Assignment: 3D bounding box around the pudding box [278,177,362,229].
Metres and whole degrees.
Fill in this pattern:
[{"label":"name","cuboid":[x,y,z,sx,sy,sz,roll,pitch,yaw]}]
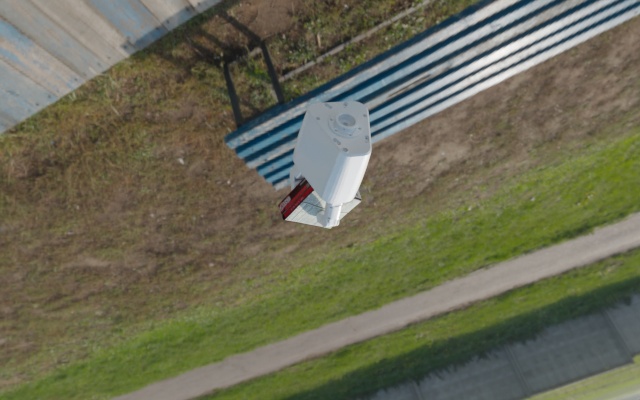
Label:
[{"label":"pudding box","cuboid":[0.000,0.003,0.797,0.113,0.039,0.090,15,-46,-41]}]
